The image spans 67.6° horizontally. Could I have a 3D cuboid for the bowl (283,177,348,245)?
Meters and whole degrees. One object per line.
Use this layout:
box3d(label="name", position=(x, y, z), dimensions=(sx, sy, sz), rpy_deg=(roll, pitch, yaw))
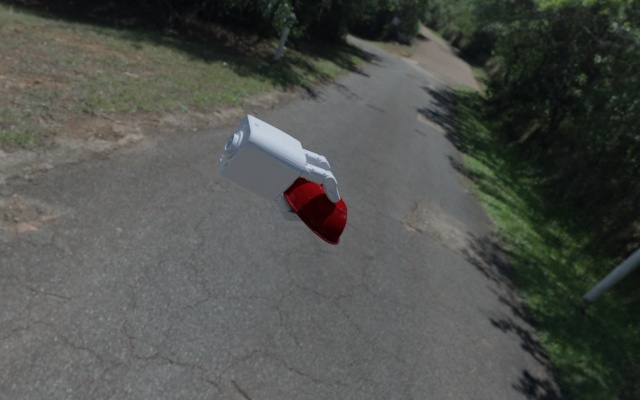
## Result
box3d(label="bowl", position=(0.001, 0.003, 0.886), dimensions=(0.055, 0.162, 0.162), rpy_deg=(-40, -11, 14))
